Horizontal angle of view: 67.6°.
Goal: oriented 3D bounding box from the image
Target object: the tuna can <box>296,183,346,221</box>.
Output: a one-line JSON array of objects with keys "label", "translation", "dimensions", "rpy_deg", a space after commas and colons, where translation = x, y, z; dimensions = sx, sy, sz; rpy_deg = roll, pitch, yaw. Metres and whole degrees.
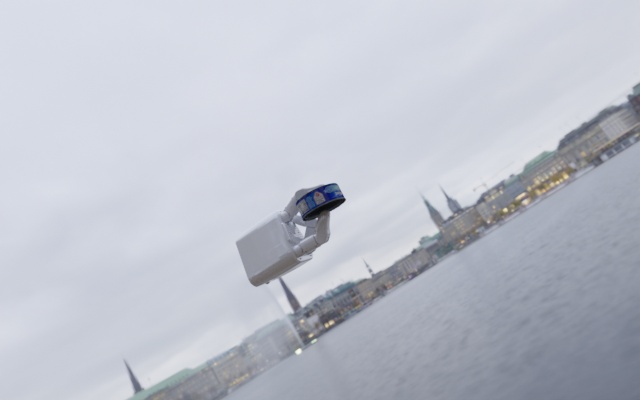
[{"label": "tuna can", "translation": [0.000, 0.002, 0.849], "dimensions": [0.086, 0.033, 0.086], "rpy_deg": [-25, -12, -6]}]
